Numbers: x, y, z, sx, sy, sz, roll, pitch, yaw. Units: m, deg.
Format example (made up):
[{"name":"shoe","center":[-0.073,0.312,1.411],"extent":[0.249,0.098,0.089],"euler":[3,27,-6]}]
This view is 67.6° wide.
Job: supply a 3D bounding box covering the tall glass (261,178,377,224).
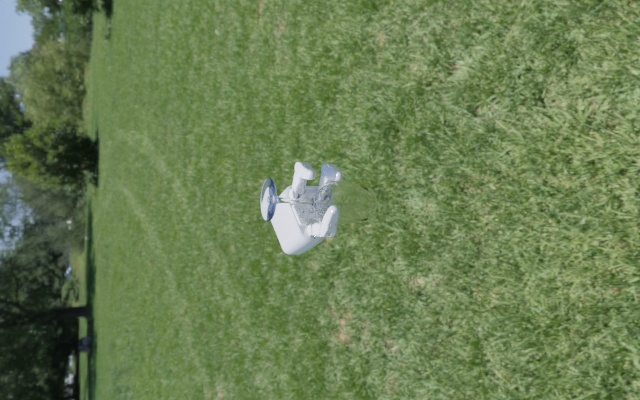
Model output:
[{"name":"tall glass","center":[0.000,0.003,0.850],"extent":[0.201,0.079,0.079],"euler":[2,-1,-26]}]
